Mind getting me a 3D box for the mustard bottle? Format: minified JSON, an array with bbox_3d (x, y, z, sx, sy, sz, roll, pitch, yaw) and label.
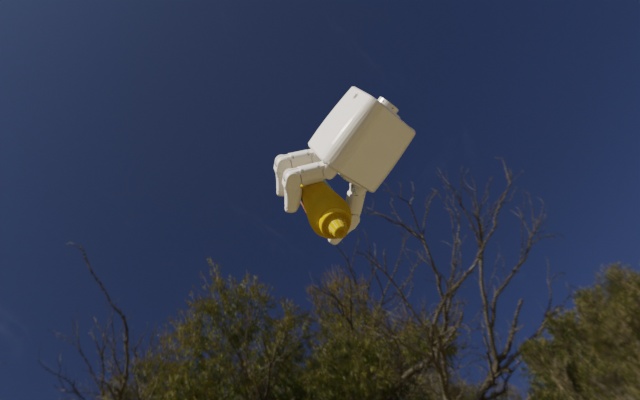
[{"bbox_3d":[0.000,0.002,0.685,0.058,0.096,0.191,-32,29,-2],"label":"mustard bottle"}]
